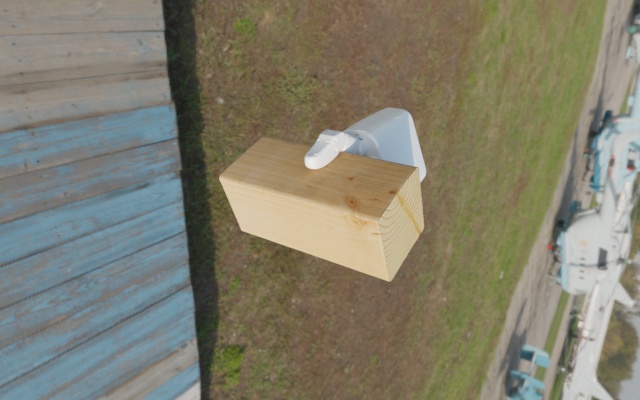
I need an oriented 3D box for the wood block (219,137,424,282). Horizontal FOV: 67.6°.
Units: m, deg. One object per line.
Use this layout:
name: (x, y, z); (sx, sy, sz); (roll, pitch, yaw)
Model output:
wood block: (0.000, 0.001, 0.538); (0.206, 0.091, 0.090); (15, 47, 32)
